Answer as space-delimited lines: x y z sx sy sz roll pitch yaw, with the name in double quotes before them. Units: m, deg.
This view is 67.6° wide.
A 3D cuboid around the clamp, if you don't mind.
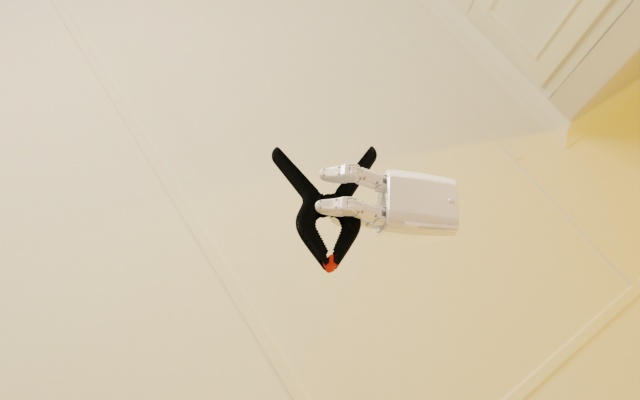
"clamp" 0.000 0.003 0.712 0.164 0.209 0.036 5 -28 0
